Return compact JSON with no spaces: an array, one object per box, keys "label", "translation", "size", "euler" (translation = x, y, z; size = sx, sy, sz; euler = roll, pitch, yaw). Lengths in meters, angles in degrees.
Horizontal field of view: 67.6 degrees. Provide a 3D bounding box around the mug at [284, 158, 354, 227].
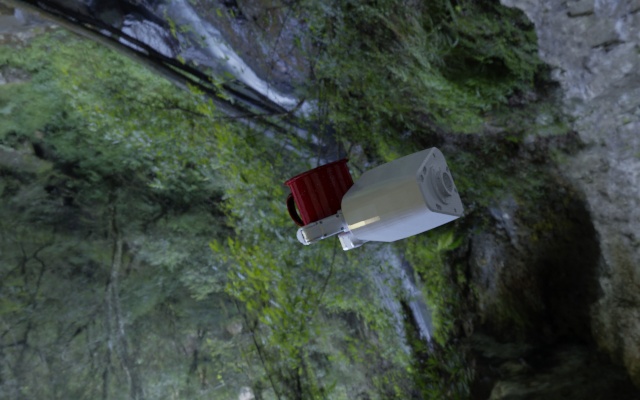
[{"label":"mug","translation":[-0.001,0.003,0.645],"size":[0.117,0.081,0.093],"euler":[-22,-3,36]}]
